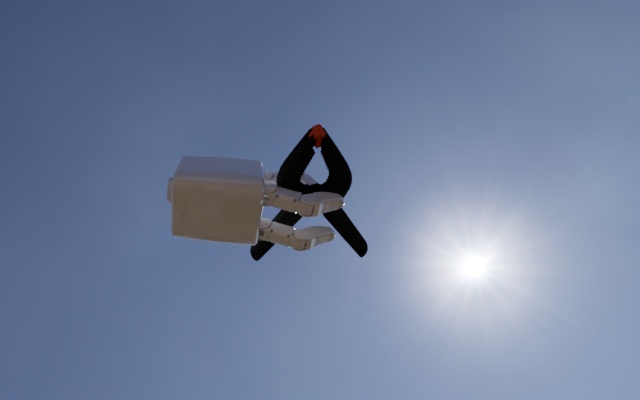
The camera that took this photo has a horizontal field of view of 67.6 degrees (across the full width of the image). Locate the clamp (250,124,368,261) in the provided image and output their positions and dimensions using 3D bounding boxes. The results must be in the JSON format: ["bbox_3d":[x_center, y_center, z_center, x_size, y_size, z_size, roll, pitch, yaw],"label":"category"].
[{"bbox_3d":[0.000,0.001,0.623,0.164,0.210,0.036,4,36,-12],"label":"clamp"}]
